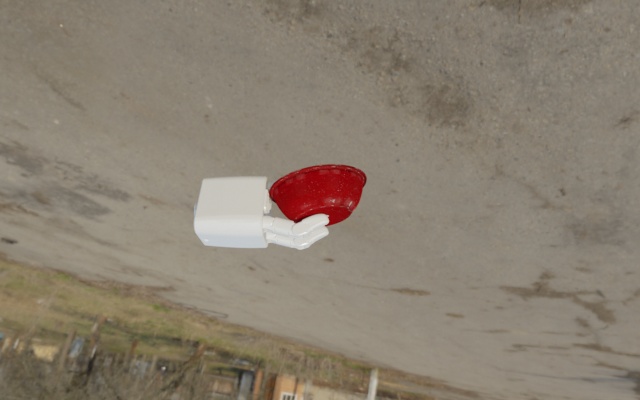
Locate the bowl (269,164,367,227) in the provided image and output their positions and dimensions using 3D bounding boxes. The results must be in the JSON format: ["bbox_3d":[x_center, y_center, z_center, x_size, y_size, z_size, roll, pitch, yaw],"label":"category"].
[{"bbox_3d":[0.001,0.003,0.767,0.162,0.055,0.162,-9,-22,-4],"label":"bowl"}]
